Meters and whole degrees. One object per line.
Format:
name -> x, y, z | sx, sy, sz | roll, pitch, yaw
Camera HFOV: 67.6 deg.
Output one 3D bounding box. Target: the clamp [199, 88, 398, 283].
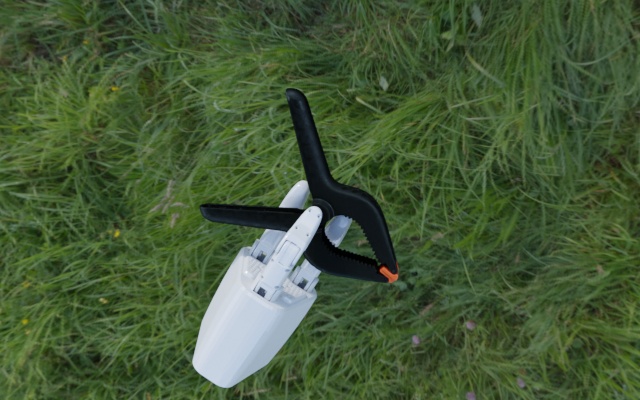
clamp -> 0.000, 0.002, 0.479 | 0.210, 0.164, 0.036 | 33, 15, 2
